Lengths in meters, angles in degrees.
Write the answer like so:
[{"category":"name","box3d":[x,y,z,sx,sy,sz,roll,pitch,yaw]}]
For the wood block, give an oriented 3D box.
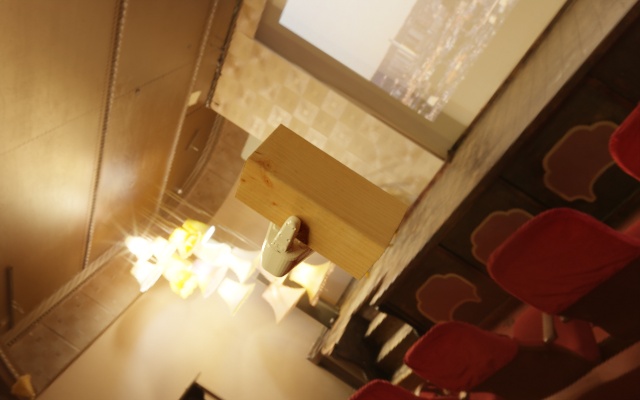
[{"category":"wood block","box3d":[0.000,0.002,0.646,0.206,0.090,0.090,33,-40,3]}]
